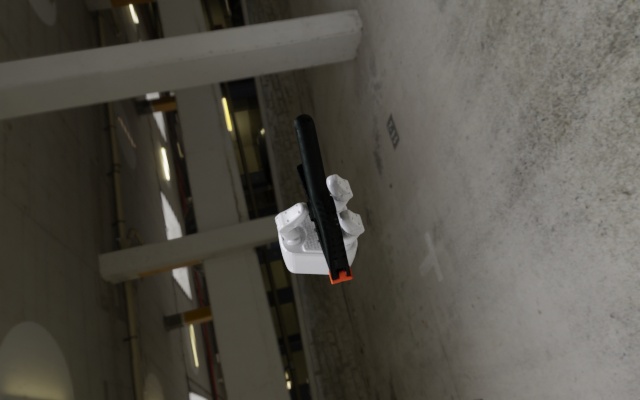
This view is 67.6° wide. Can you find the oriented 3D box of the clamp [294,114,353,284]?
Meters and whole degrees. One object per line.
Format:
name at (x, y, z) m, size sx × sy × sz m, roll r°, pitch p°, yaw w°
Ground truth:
clamp at (-0.001, 0.003, 0.627) m, size 0.036 × 0.210 × 0.165 m, roll -14°, pitch -25°, yaw -5°
